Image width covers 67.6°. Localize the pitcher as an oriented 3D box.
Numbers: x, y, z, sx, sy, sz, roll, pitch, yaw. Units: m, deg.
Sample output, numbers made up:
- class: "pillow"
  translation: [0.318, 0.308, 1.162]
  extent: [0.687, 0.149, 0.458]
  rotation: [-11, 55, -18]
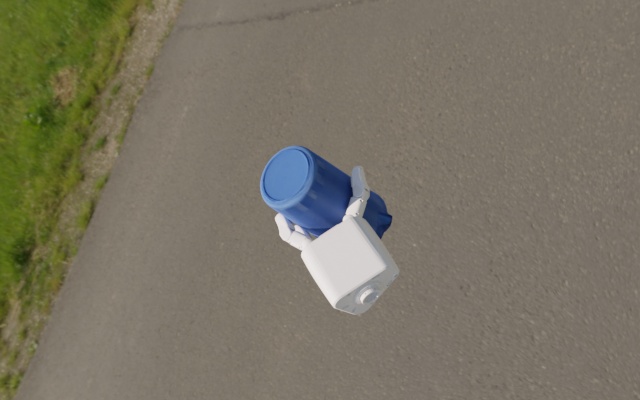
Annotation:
- class: "pitcher"
  translation: [0.000, 0.003, 0.831]
  extent: [0.149, 0.145, 0.243]
  rotation: [-41, -37, 13]
